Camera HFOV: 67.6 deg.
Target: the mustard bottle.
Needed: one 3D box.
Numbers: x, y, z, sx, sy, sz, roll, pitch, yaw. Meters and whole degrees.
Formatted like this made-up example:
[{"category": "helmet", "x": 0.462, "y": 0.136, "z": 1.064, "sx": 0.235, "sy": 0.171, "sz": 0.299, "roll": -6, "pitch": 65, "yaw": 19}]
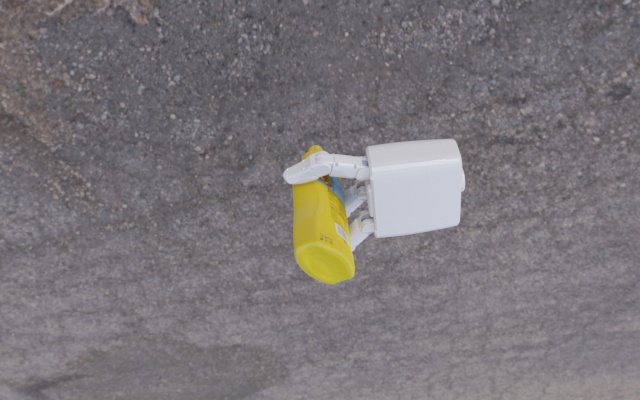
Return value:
[{"category": "mustard bottle", "x": 0.000, "y": 0.002, "z": 0.605, "sx": 0.058, "sy": 0.191, "sz": 0.096, "roll": -22, "pitch": -42, "yaw": 21}]
